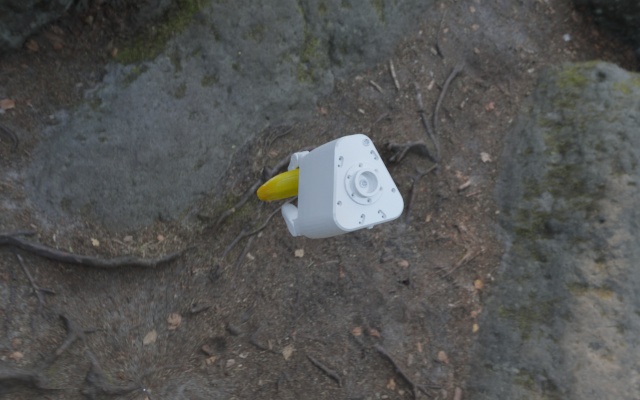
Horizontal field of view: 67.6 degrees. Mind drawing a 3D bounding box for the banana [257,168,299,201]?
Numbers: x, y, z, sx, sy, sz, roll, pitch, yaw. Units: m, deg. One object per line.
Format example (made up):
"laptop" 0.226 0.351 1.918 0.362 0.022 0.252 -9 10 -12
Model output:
"banana" 0.007 -0.015 0.690 0.198 0.069 0.037 13 1 -26
